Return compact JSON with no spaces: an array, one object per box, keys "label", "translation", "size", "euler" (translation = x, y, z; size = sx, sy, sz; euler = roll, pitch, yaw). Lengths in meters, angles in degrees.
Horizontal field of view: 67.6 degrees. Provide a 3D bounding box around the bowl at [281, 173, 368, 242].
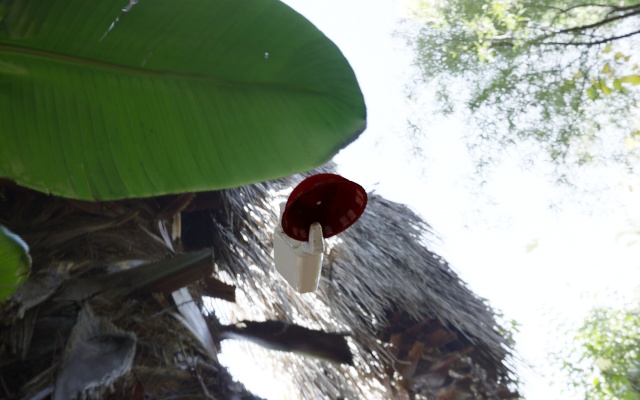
[{"label":"bowl","translation":[0.000,0.002,0.854],"size":[0.162,0.055,0.162],"euler":[-15,-38,-12]}]
